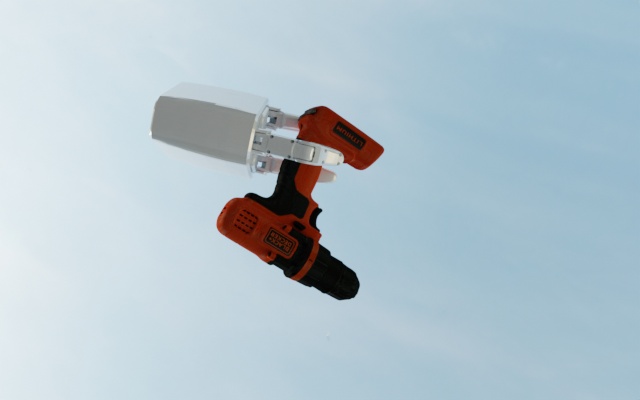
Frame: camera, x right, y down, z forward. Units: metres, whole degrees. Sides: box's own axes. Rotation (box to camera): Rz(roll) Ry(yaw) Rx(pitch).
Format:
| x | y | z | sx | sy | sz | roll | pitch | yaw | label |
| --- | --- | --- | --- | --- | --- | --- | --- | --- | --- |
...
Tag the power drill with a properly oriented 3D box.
| x | y | z | sx | sy | sz | roll | pitch | yaw | label |
| --- | --- | --- | --- | --- | --- | --- | --- | --- | --- |
| 0.000 | 0.001 | 0.551 | 0.184 | 0.187 | 0.057 | 34 | -17 | -19 | power drill |
